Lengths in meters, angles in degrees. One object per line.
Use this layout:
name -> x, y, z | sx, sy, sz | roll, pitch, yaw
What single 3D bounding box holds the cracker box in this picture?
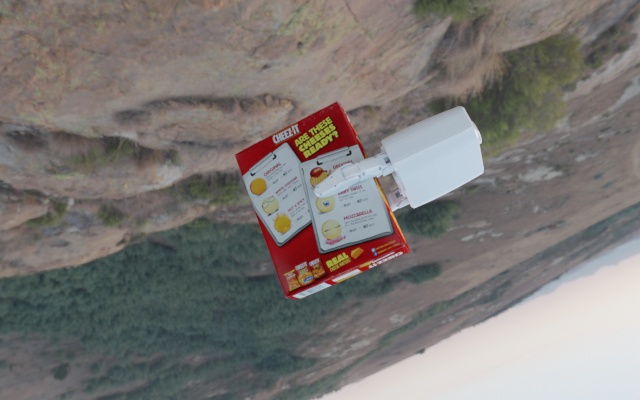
cracker box -> 0.000, 0.002, 0.639 | 0.164, 0.213, 0.072 | -26, -19, 9
